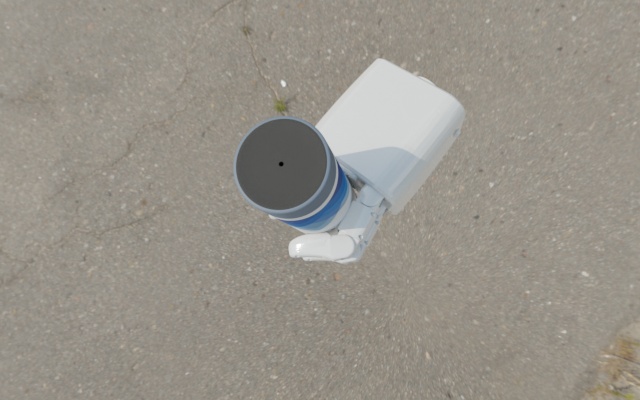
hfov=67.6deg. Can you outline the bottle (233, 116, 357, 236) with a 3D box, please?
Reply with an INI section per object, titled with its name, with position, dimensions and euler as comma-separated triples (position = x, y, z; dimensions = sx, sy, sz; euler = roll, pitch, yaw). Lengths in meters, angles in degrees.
[bottle]
position = 0.000, 0.002, 0.455
dimensions = 0.069, 0.069, 0.296
euler = 0, -10, 10
